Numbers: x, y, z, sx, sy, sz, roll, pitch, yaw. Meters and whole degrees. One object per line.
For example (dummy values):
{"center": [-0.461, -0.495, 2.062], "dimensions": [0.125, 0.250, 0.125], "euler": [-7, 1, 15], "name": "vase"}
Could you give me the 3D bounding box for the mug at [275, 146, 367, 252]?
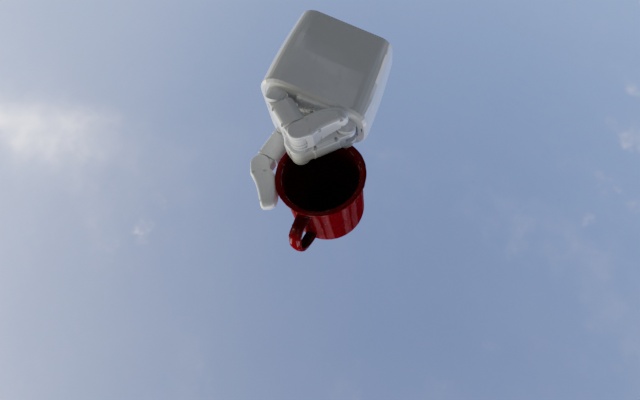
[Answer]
{"center": [0.000, 0.003, 0.509], "dimensions": [0.093, 0.117, 0.081], "euler": [18, -22, 16], "name": "mug"}
